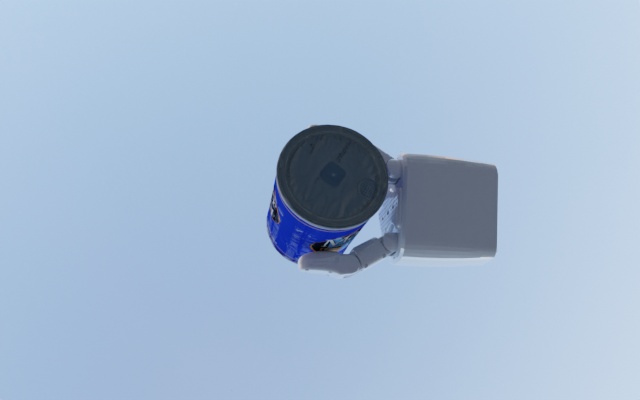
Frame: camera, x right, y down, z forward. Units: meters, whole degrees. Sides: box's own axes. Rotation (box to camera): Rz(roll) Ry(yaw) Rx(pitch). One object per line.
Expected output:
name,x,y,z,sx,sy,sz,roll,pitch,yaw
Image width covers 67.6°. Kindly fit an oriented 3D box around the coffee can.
coffee can,0.000,0.002,0.490,0.103,0.102,0.140,0,-21,-11
